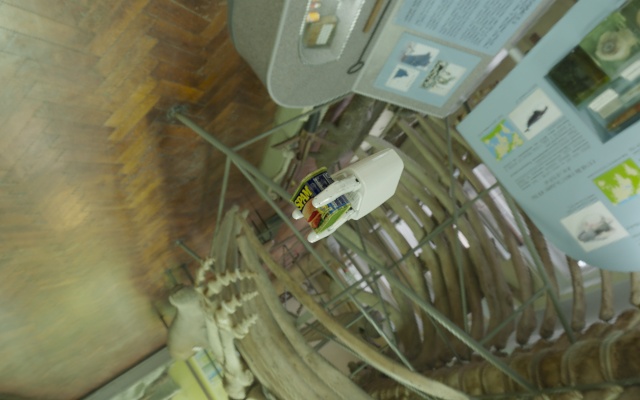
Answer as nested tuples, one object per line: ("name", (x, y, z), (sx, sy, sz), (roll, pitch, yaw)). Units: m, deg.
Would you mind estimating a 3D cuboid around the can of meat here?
("can of meat", (0.000, 0.003, 0.864), (0.057, 0.084, 0.102), (-29, -13, -33))
